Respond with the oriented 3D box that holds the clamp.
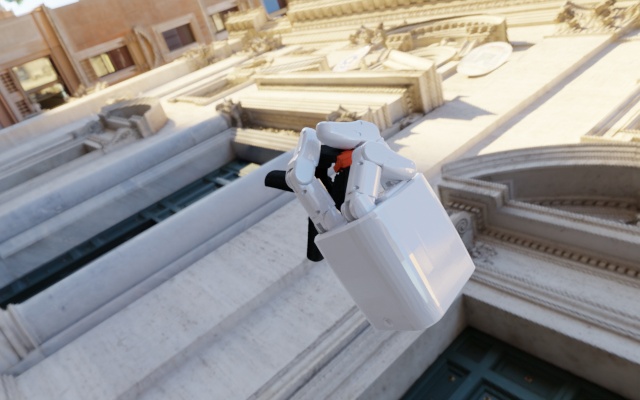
[{"bbox_3d":[0.001,0.001,0.507,0.039,0.120,0.171,-33,2,-29],"label":"clamp"}]
